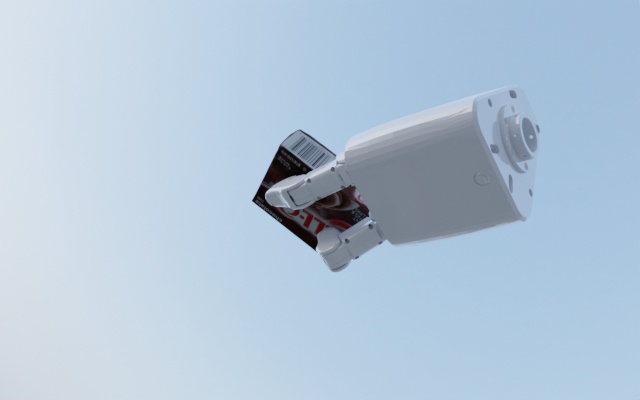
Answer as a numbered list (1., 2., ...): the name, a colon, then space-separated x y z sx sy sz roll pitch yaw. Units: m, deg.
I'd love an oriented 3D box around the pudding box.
1. pudding box: 0.000 0.001 0.443 0.039 0.113 0.090 -47 -5 -42
